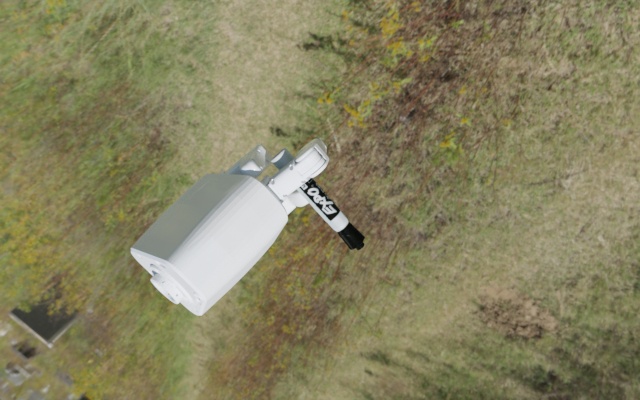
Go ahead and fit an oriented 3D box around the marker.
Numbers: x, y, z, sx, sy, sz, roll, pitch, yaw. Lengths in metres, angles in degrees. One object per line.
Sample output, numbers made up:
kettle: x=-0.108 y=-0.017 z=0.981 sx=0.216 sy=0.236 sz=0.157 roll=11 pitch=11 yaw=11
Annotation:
marker: x=0.000 y=0.001 z=0.451 sx=0.020 sy=0.121 sz=0.020 roll=-39 pitch=12 yaw=10
